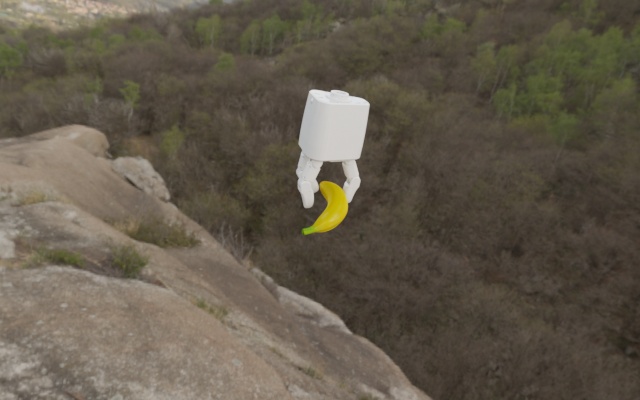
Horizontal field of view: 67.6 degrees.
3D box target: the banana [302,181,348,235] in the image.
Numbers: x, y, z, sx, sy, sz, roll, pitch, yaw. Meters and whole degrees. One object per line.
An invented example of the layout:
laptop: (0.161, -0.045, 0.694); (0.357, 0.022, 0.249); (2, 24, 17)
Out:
banana: (0.018, 0.007, 0.892); (0.069, 0.037, 0.197); (8, 27, 7)
